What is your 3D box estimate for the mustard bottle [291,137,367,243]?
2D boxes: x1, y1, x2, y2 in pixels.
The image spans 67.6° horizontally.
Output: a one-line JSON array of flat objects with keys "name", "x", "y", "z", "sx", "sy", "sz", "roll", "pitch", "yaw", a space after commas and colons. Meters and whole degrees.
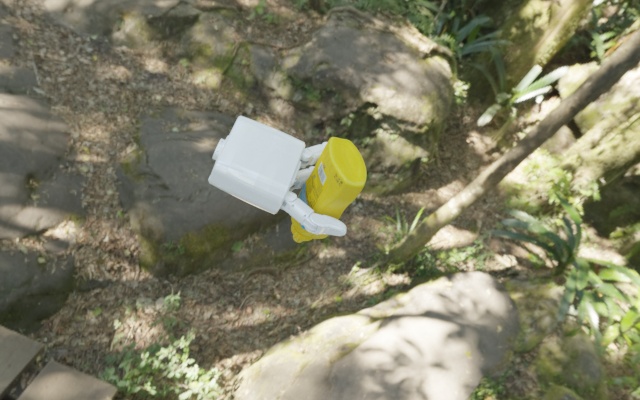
[{"name": "mustard bottle", "x": 0.001, "y": 0.002, "z": 0.727, "sx": 0.058, "sy": 0.096, "sz": 0.192, "roll": 7, "pitch": -43, "yaw": -27}]
